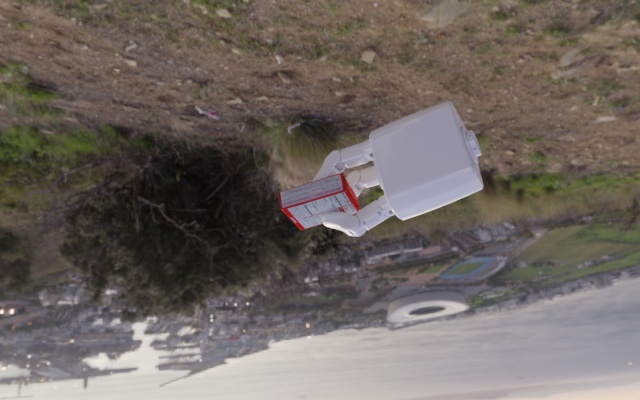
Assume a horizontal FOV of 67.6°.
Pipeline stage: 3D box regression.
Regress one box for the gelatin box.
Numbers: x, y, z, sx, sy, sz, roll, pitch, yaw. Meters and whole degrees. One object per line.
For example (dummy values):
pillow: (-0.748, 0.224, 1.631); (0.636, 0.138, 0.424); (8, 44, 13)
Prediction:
gelatin box: (0.000, 0.003, 0.623); (0.089, 0.030, 0.073); (-17, -28, 11)
